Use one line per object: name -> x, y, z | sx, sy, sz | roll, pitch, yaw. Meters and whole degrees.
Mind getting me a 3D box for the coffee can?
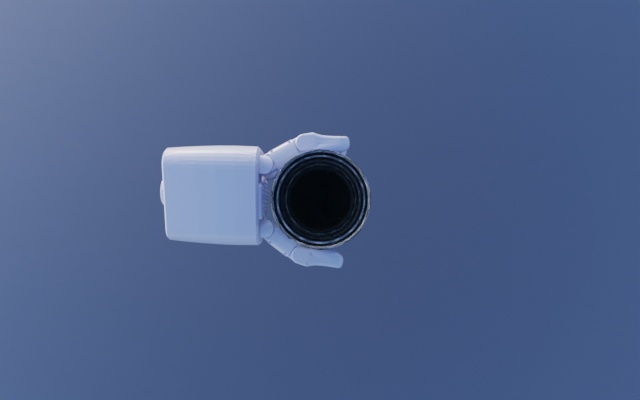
coffee can -> 0.000, 0.002, 0.552 | 0.103, 0.103, 0.140 | 0, -3, 0
